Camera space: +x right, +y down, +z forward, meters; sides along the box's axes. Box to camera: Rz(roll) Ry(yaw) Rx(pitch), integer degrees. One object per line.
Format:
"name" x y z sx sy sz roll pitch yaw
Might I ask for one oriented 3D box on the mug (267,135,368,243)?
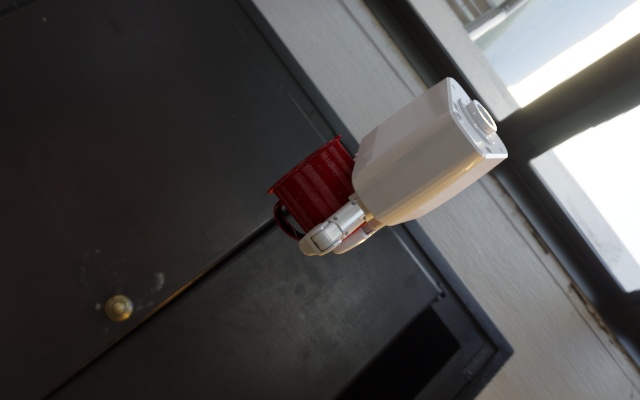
"mug" -0.001 0.003 0.481 0.117 0.081 0.093 -37 1 31
